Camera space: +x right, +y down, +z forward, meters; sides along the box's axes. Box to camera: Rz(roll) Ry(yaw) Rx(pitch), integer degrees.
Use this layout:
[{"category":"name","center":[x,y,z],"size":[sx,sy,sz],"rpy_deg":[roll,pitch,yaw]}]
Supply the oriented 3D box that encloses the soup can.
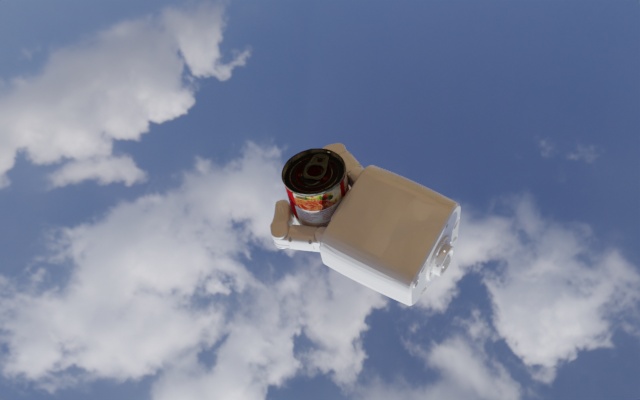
[{"category":"soup can","center":[0.000,0.002,0.533],"size":[0.068,0.068,0.102],"rpy_deg":[0,-41,11]}]
